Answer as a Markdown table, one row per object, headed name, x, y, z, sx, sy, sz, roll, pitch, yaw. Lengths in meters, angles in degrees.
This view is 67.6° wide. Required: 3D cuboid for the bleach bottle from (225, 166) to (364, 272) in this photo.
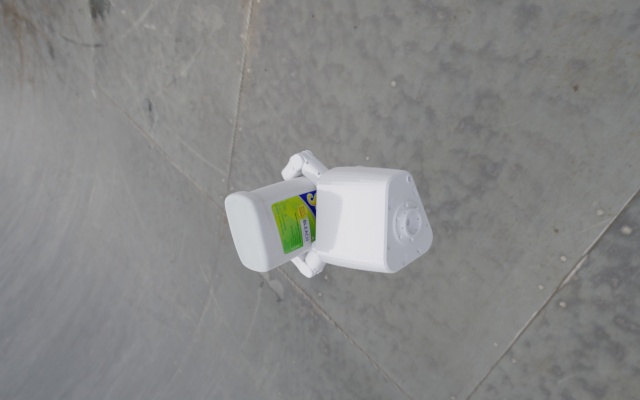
| name | x | y | z | sx | sy | sz | roll | pitch | yaw |
| --- | --- | --- | --- | --- | --- | --- | --- | --- | --- |
| bleach bottle | 0.000 | 0.002 | 0.638 | 0.251 | 0.102 | 0.068 | -24 | 19 | -39 |
